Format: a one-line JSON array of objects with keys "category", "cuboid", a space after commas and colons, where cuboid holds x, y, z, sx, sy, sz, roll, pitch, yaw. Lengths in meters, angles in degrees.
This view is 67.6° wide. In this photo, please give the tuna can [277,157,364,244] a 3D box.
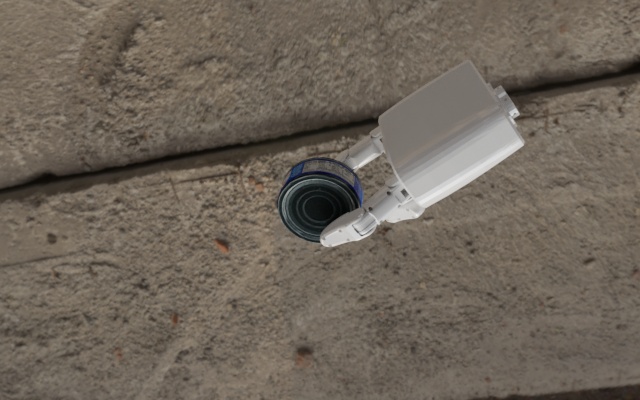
[{"category": "tuna can", "cuboid": [0.000, 0.002, 0.482, 0.086, 0.086, 0.033, 0, 33, 8]}]
